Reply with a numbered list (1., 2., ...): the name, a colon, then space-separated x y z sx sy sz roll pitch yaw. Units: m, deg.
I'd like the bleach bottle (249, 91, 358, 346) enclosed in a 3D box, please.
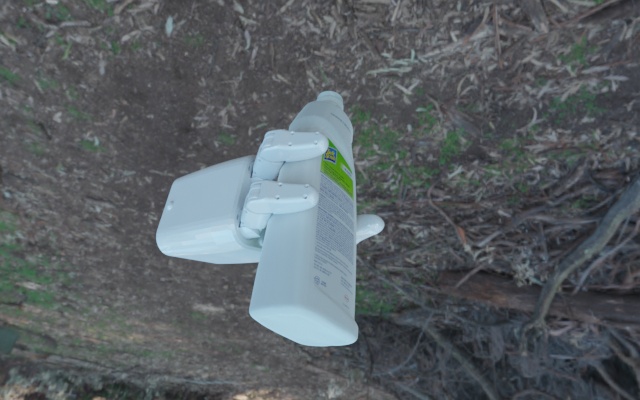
1. bleach bottle: 0.000 0.001 0.460 0.068 0.250 0.103 -12 -36 30
